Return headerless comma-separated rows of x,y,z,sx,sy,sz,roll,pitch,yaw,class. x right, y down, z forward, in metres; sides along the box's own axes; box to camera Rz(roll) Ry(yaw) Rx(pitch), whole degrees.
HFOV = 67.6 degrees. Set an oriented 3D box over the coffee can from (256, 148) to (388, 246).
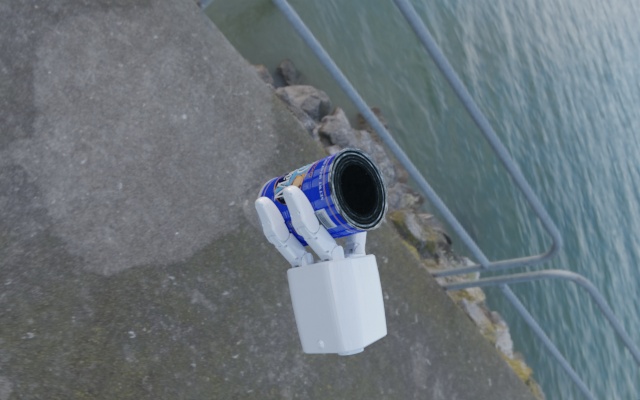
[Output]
0.000,0.002,0.612,0.103,0.103,0.140,0,-13,-45,coffee can
